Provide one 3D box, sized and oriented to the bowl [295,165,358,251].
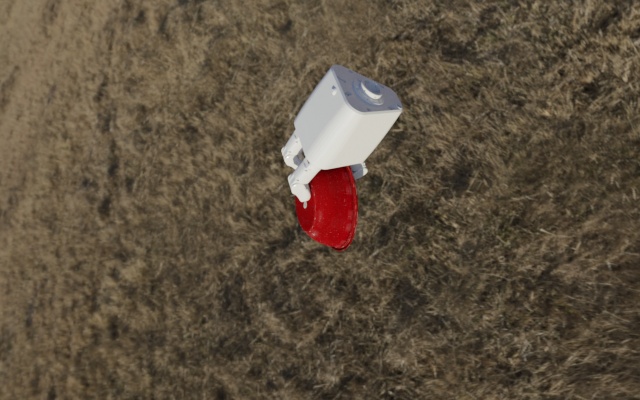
[{"bbox_3d":[-0.001,0.004,0.757,0.055,0.162,0.162,-5,2,-22],"label":"bowl"}]
